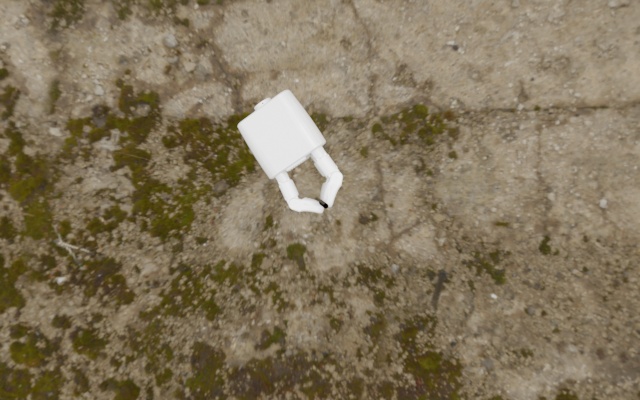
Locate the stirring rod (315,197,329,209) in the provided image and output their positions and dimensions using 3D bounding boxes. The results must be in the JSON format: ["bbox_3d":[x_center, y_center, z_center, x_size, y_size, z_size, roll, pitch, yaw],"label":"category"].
[{"bbox_3d":[0.000,0.003,0.818,0.011,0.011,0.239,0,3,-4],"label":"stirring rod"}]
